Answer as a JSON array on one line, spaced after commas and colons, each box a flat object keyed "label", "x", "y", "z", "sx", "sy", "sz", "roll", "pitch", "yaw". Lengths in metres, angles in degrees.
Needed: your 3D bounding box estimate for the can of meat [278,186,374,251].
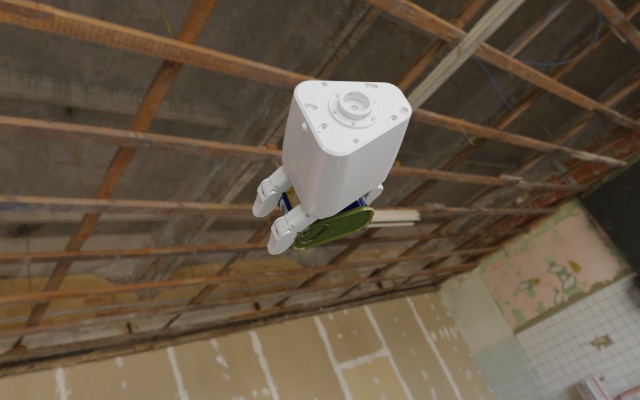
[{"label": "can of meat", "x": 0.000, "y": 0.002, "z": 0.577, "sx": 0.102, "sy": 0.084, "sz": 0.057, "roll": -18, "pitch": -27, "yaw": -15}]
